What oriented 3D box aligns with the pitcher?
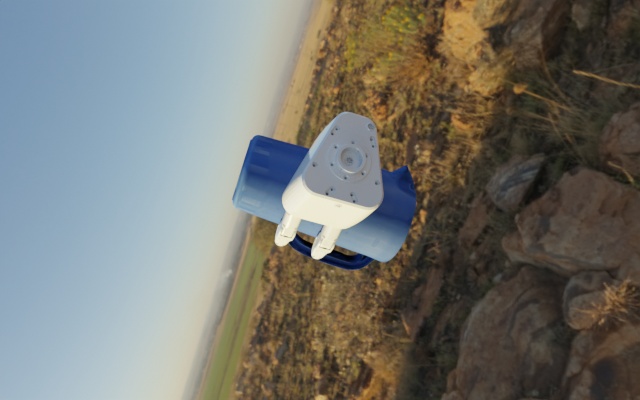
[{"bbox_3d":[0.000,0.002,0.687,0.243,0.149,0.145,17,-16,-10],"label":"pitcher"}]
